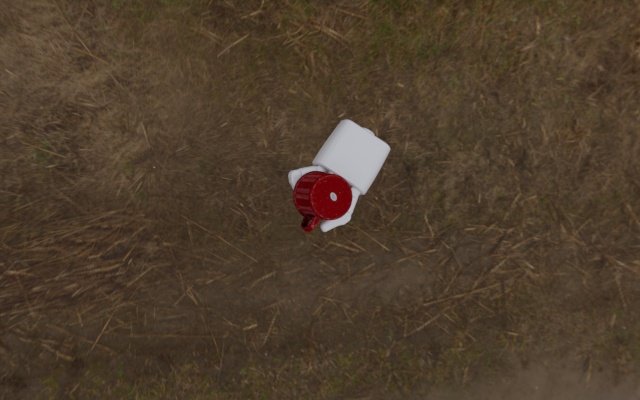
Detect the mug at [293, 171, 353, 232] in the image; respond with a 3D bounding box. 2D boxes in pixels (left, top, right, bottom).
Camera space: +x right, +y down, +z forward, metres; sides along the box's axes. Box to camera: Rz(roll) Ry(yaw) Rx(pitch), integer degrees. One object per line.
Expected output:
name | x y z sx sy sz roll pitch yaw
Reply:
mug | -0.001 0.004 0.852 0.093 0.117 0.081 33 -9 -18
